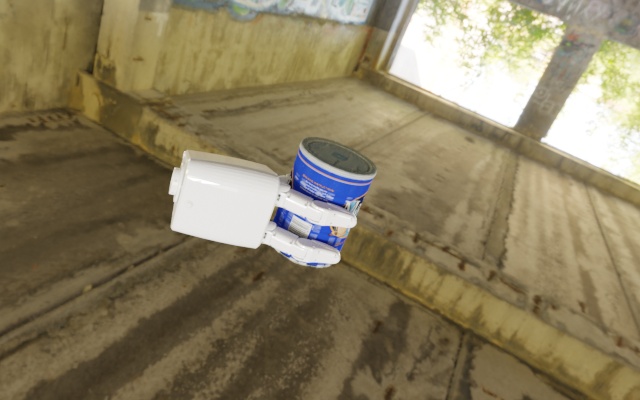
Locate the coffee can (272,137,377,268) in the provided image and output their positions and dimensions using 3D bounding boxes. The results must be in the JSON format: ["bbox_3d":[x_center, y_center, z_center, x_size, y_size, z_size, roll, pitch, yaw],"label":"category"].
[{"bbox_3d":[0.000,0.002,0.628,0.103,0.140,0.102,18,24,-9],"label":"coffee can"}]
